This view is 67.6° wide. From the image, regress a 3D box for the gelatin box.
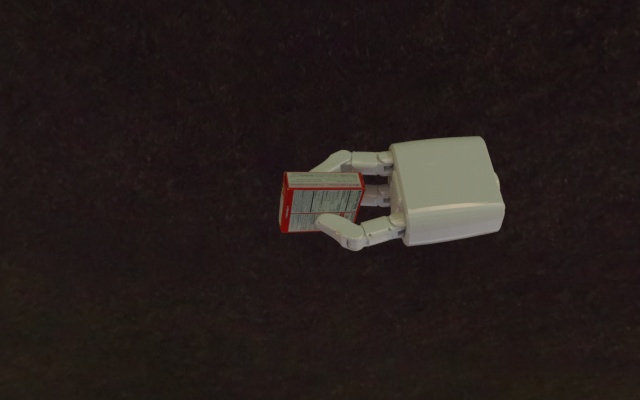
[{"bbox_3d":[0.000,0.002,0.540,0.089,0.030,0.073,-2,-42,-12],"label":"gelatin box"}]
